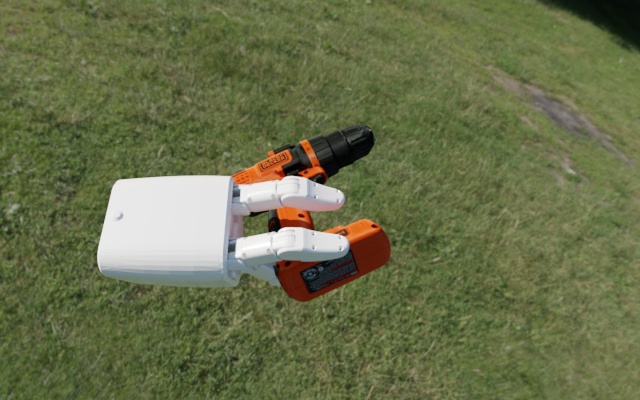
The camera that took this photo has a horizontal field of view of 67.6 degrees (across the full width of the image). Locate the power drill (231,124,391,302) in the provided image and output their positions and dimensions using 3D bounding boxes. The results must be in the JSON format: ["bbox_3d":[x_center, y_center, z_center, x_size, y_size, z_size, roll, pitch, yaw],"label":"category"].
[{"bbox_3d":[0.000,0.002,0.497,0.184,0.057,0.187,-26,41,-3],"label":"power drill"}]
